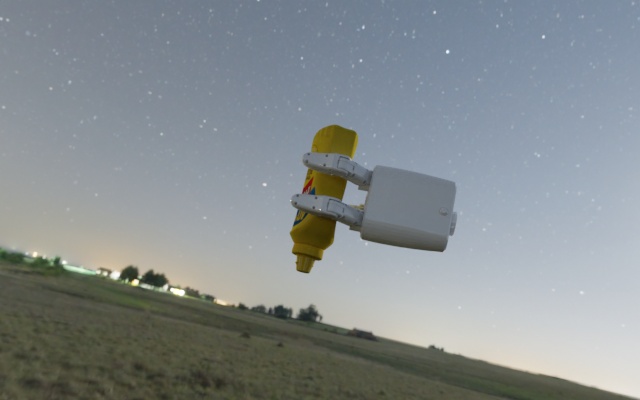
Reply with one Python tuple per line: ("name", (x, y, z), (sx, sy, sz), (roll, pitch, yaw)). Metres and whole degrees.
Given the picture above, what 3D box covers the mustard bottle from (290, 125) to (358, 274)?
("mustard bottle", (0.000, 0.002, 0.635), (0.058, 0.191, 0.096), (17, -15, -14))
